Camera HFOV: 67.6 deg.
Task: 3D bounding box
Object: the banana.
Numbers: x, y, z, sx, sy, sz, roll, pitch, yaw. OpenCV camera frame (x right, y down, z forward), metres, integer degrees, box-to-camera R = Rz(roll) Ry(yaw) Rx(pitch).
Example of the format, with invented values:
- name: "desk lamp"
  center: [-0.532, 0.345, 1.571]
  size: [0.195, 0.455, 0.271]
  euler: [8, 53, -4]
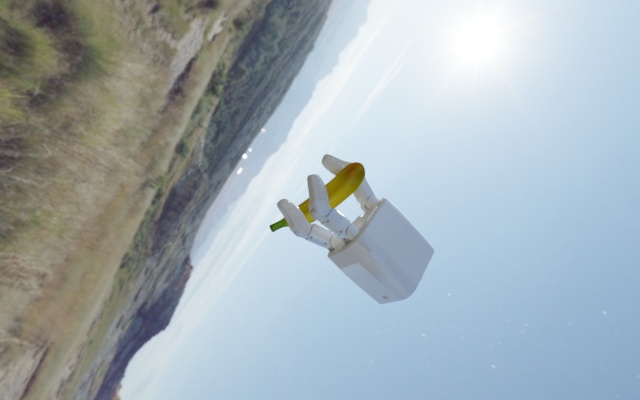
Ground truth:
- name: "banana"
  center: [0.008, -0.003, 0.678]
  size: [0.198, 0.037, 0.069]
  euler: [-38, -3, 40]
